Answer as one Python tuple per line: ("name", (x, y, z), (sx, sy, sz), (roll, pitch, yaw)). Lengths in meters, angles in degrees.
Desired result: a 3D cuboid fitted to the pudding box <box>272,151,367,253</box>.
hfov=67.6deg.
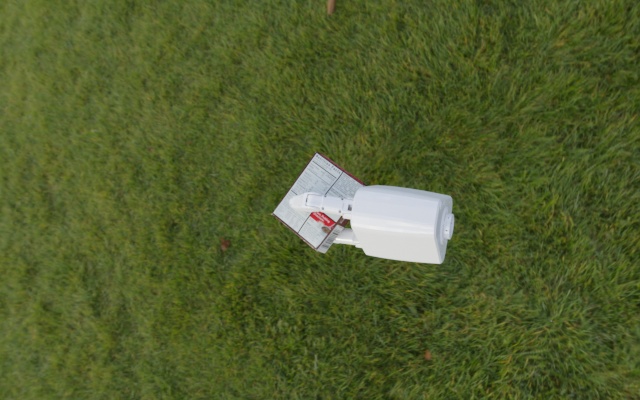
("pudding box", (0.000, 0.002, 0.665), (0.090, 0.113, 0.039), (38, 2, 22))
